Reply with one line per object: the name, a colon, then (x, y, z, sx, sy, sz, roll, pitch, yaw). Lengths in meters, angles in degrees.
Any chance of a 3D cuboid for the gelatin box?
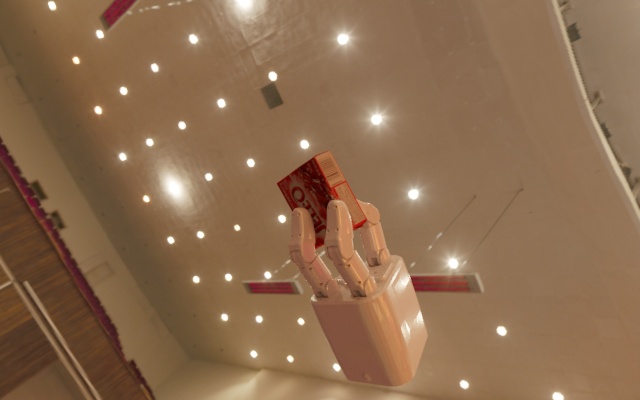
gelatin box: (0.000, 0.001, 0.524, 0.030, 0.089, 0.073, -26, -3, -44)
